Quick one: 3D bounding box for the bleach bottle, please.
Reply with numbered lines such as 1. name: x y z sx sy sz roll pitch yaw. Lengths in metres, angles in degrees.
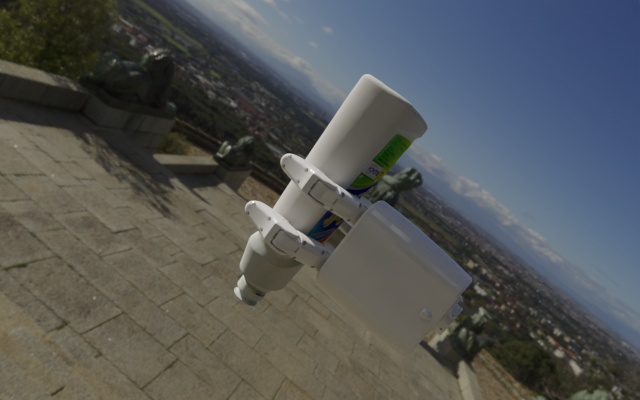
1. bleach bottle: 0.000 0.001 0.479 0.068 0.251 0.102 41 11 19
